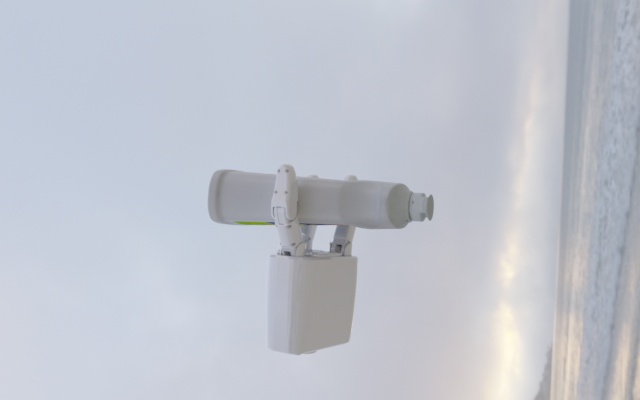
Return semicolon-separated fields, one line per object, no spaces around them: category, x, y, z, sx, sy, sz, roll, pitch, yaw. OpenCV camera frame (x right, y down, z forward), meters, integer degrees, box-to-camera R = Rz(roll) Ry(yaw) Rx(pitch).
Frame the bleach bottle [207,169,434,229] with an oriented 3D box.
bleach bottle;0.000;0.002;0.549;0.251;0.068;0.102;3;-2;27
